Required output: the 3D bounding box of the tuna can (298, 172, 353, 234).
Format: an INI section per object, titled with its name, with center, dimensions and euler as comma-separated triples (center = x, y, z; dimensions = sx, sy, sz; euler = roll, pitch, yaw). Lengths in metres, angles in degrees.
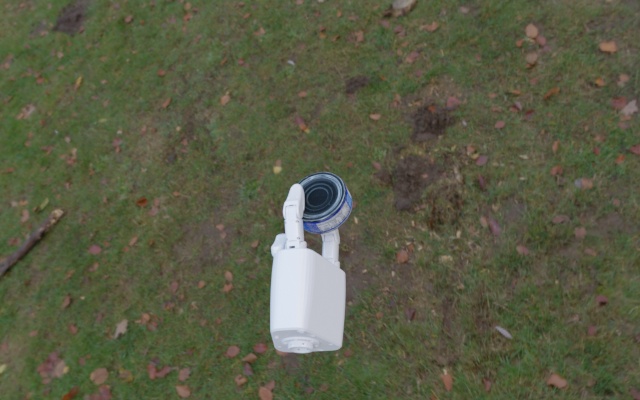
[tuna can]
center = 0.000, 0.002, 0.674
dimensions = 0.086, 0.086, 0.034
euler = 0, -33, 23
